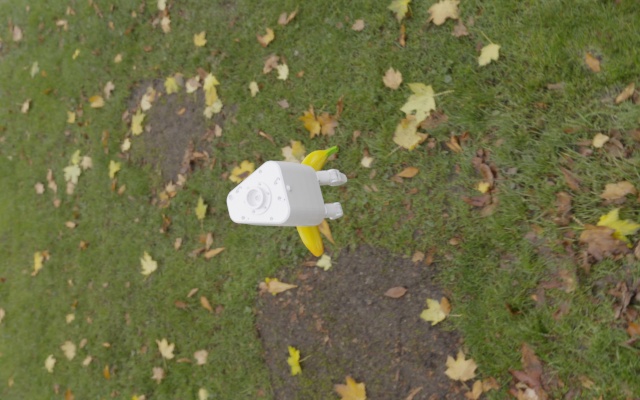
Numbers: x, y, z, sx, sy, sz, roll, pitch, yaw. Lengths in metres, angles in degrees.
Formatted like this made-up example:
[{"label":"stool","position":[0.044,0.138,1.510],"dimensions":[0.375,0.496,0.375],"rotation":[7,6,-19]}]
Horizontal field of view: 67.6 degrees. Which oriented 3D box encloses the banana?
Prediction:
[{"label":"banana","position":[-0.017,-0.003,0.841],"dimensions":[0.069,0.198,0.037],"rotation":[8,0,20]}]
